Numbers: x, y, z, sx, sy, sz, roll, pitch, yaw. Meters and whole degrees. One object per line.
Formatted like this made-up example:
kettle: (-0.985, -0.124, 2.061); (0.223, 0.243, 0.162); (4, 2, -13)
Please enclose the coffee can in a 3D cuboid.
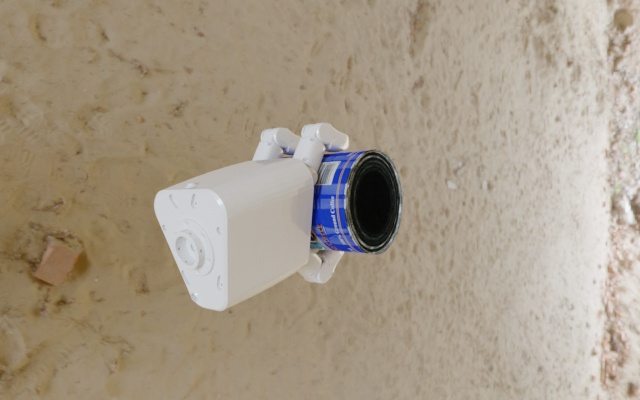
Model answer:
coffee can: (0.000, 0.002, 0.503); (0.140, 0.103, 0.103); (0, 0, 38)
